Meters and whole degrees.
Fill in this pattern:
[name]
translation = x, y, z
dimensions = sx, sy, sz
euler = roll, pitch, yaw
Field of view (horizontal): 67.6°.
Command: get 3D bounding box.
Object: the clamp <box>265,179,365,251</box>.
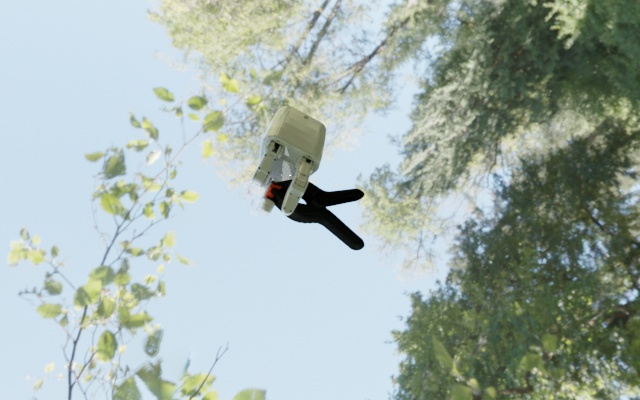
[clamp]
translation = 0.000, 0.003, 0.763
dimensions = 0.171, 0.039, 0.120
euler = 26, 40, -10
